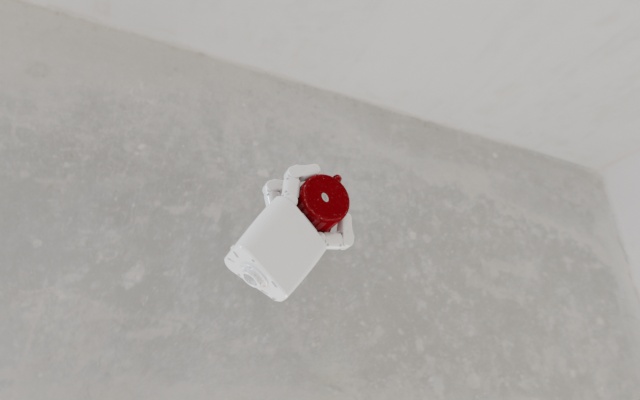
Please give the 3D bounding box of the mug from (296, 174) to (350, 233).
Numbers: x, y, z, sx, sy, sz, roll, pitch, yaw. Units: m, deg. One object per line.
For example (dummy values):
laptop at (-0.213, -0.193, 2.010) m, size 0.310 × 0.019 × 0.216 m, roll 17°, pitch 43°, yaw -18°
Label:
mug at (0.001, 0.002, 0.762) m, size 0.117 × 0.093 × 0.081 m, roll -52°, pitch 5°, yaw -34°
